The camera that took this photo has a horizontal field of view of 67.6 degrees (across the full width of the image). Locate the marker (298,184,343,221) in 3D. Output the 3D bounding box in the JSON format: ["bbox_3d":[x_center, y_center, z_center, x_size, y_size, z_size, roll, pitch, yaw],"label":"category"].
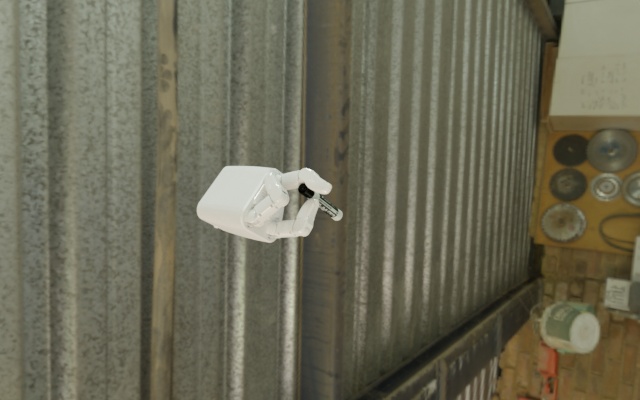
[{"bbox_3d":[0.000,0.003,0.766,0.020,0.020,0.121,0,-23,32],"label":"marker"}]
